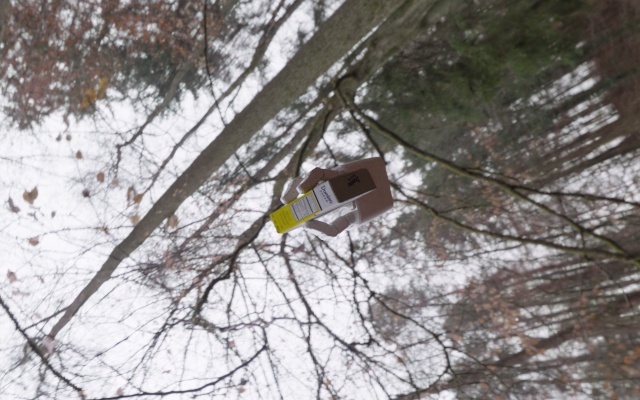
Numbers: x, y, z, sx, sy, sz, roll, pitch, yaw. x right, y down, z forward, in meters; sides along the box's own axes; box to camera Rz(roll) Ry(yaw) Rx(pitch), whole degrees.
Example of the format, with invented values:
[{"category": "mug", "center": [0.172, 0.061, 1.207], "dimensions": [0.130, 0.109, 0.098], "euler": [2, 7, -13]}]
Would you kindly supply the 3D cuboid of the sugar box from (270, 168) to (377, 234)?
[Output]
[{"category": "sugar box", "center": [0.000, 0.002, 0.795], "dimensions": [0.093, 0.048, 0.176], "euler": [-20, -8, -42]}]
